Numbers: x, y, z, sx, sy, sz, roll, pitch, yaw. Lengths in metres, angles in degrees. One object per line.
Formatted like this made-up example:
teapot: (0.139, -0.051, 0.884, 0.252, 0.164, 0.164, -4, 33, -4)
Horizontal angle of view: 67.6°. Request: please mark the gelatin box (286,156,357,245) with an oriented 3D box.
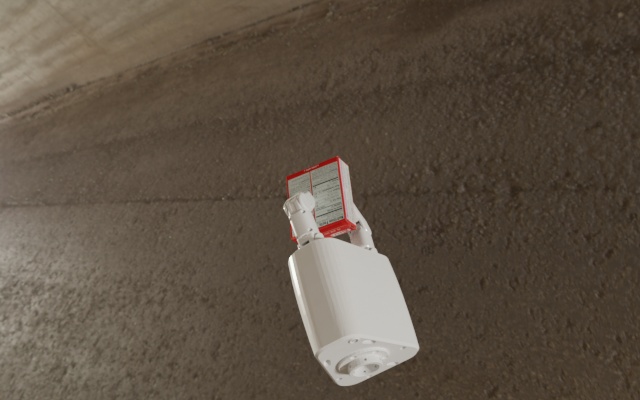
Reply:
gelatin box: (0.000, 0.001, 0.557, 0.073, 0.089, 0.030, -21, -32, 24)
